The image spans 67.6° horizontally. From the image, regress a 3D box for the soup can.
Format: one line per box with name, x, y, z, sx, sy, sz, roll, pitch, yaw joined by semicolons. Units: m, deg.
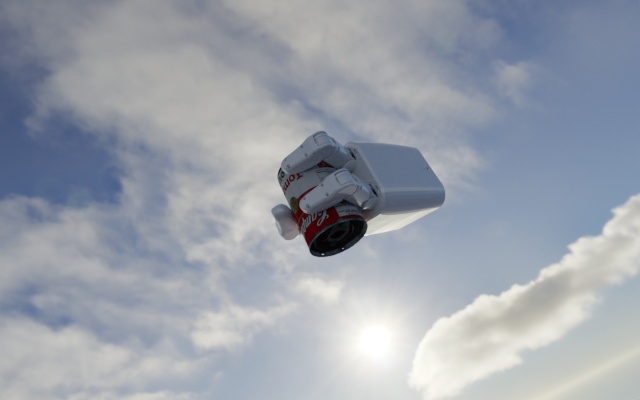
soup can;0.000;0.002;0.528;0.068;0.102;0.068;-19;-31;-12
